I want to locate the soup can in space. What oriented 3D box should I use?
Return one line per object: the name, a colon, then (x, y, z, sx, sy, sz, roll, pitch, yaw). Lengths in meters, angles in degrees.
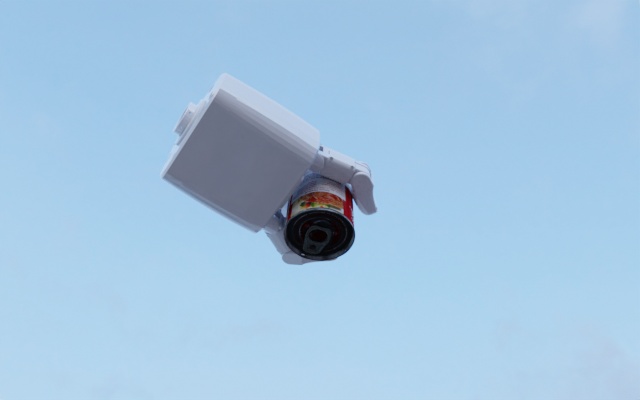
soup can: (0.001, 0.002, 0.488, 0.068, 0.069, 0.102, 0, 40, 2)
